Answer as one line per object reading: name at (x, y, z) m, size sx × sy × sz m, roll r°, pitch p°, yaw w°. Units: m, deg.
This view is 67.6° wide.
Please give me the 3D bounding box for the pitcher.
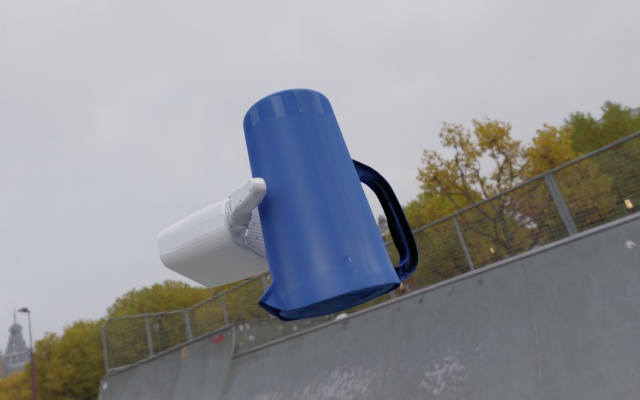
pitcher at (0.000, 0.002, 0.535) m, size 0.145 × 0.242 × 0.149 m, roll -24°, pitch -20°, yaw 23°
